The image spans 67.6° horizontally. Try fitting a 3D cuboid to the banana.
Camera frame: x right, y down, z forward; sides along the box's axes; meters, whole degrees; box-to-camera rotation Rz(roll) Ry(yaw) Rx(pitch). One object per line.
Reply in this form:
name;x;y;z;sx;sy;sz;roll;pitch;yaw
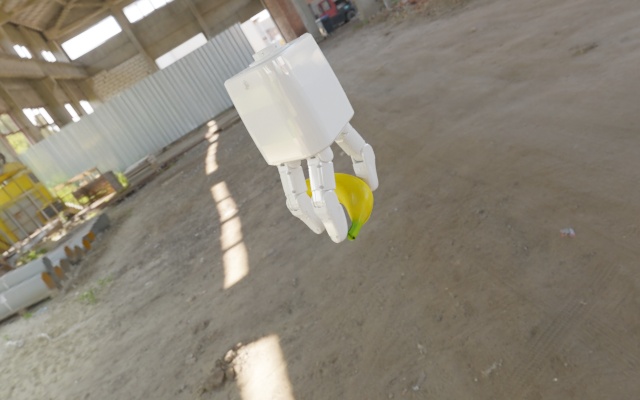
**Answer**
banana;0.017;-0.007;0.612;0.069;0.037;0.197;-34;23;-12
